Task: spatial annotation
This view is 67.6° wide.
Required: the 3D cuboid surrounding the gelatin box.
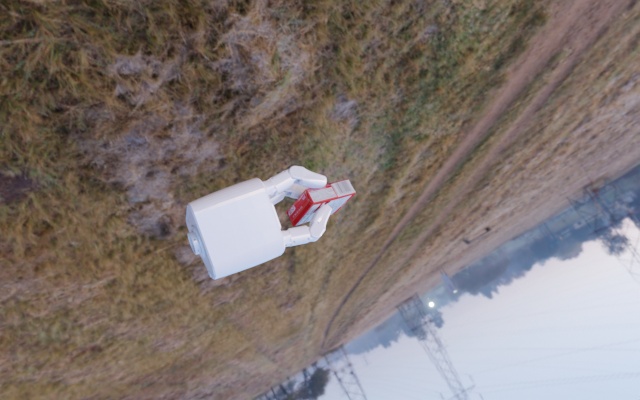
[{"bbox_3d":[0.001,0.003,0.750,0.089,0.030,0.073,-15,-21,-36],"label":"gelatin box"}]
